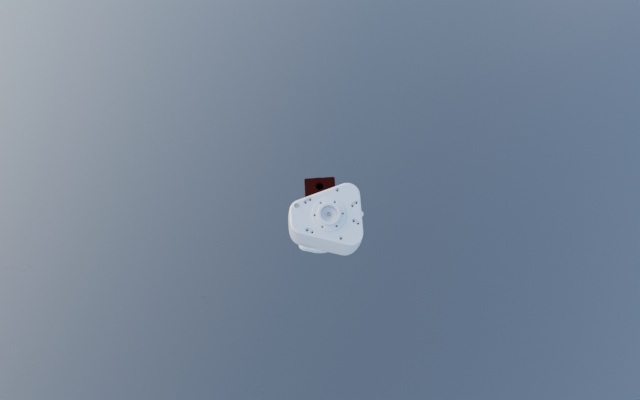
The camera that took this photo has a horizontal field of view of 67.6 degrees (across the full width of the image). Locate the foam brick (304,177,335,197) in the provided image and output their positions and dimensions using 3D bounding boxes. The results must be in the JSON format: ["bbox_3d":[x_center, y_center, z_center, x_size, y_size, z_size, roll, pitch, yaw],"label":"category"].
[{"bbox_3d":[0.000,0.002,0.821,0.053,0.078,0.051,-4,-13,-1],"label":"foam brick"}]
